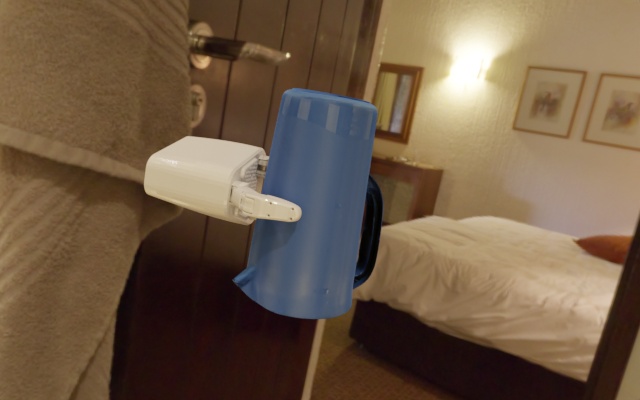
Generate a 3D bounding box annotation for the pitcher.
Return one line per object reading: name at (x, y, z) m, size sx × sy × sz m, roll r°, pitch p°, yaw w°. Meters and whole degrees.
pitcher at (0.000, 0.002, 0.556) m, size 0.145 × 0.243 × 0.149 m, roll 13°, pitch 10°, yaw 12°
